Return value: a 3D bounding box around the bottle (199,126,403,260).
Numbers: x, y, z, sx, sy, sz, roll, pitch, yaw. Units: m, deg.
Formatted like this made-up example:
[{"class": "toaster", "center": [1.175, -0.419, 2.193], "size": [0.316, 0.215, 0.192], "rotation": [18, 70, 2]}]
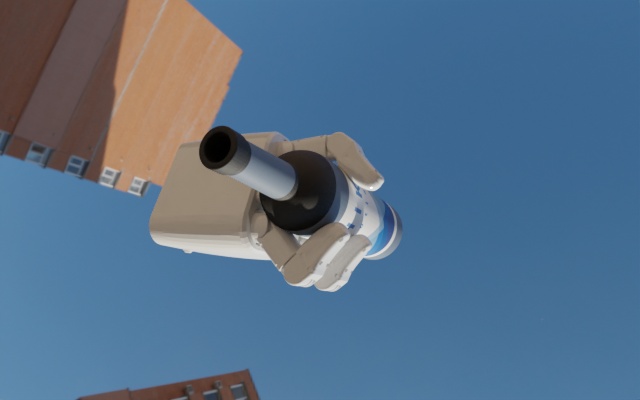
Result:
[{"class": "bottle", "center": [0.000, 0.001, 0.408], "size": [0.069, 0.069, 0.296], "rotation": [0, -13, 25]}]
